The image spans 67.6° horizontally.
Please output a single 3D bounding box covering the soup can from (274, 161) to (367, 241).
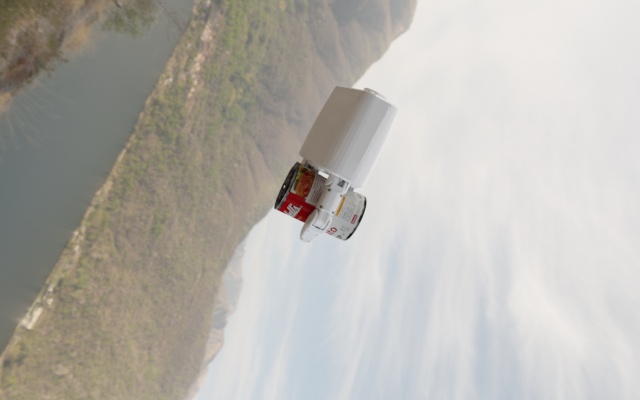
[{"bbox_3d":[0.000,0.003,0.619,0.102,0.068,0.068,26,-6,-12],"label":"soup can"}]
